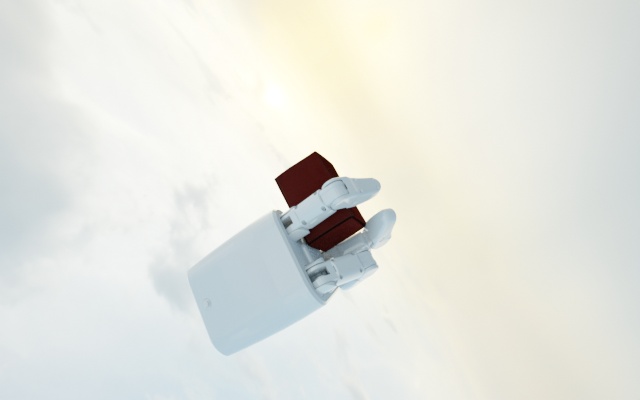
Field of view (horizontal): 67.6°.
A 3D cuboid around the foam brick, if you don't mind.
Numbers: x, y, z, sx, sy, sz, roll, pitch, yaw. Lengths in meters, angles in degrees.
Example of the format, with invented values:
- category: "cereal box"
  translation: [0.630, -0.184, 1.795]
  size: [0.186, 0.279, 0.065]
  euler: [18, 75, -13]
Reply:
- category: "foam brick"
  translation: [0.000, 0.001, 0.464]
  size: [0.051, 0.078, 0.053]
  euler: [-33, -22, 11]
